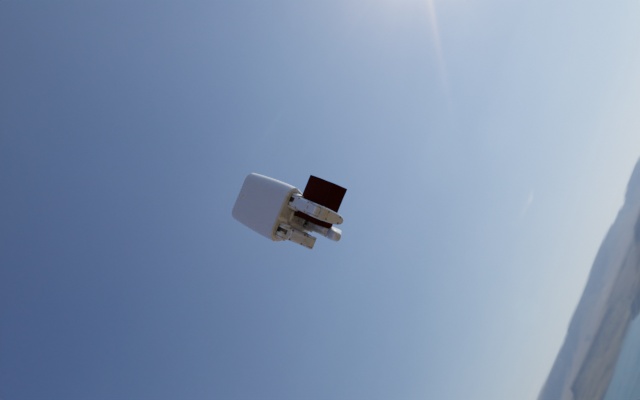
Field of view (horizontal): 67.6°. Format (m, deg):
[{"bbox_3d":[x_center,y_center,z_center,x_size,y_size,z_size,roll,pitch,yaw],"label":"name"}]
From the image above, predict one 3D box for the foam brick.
[{"bbox_3d":[0.000,0.002,0.824,0.051,0.078,0.053,23,0,33],"label":"foam brick"}]
